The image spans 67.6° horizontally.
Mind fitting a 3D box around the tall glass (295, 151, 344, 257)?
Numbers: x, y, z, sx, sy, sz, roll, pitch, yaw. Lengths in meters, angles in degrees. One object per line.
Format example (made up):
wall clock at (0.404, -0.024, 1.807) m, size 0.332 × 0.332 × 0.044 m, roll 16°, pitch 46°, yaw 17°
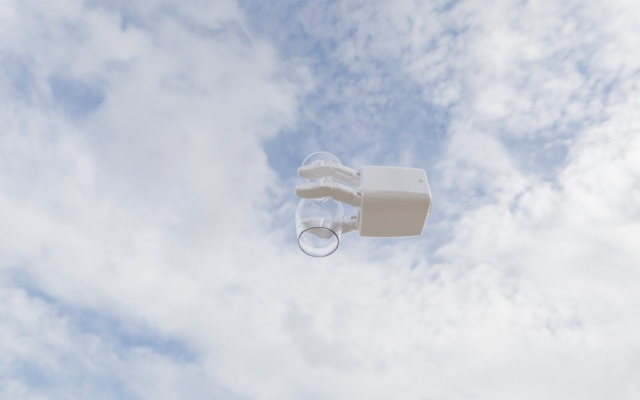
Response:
tall glass at (0.000, 0.002, 0.788) m, size 0.079 × 0.079 × 0.201 m, roll 0°, pitch 37°, yaw 3°
